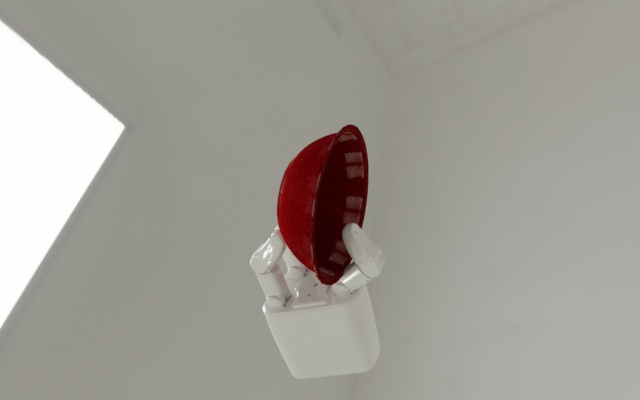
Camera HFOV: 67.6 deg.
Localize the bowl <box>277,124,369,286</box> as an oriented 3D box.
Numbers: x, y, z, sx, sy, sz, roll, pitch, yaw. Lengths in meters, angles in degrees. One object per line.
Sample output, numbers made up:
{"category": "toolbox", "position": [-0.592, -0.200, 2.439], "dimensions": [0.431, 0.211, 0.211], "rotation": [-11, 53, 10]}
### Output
{"category": "bowl", "position": [0.000, 0.000, 0.487], "dimensions": [0.055, 0.162, 0.162], "rotation": [9, 3, 21]}
